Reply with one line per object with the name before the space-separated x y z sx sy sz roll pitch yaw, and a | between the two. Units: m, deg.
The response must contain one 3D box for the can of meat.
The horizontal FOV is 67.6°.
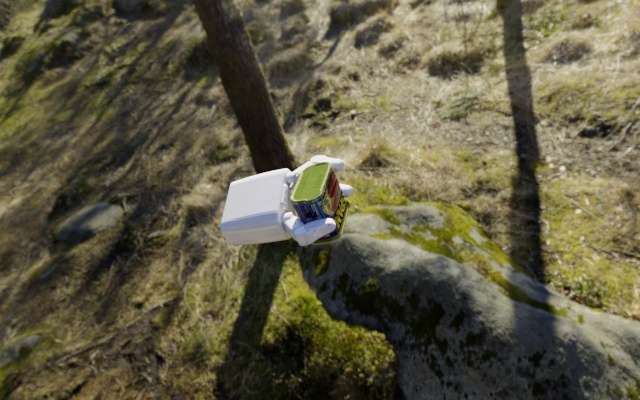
can of meat | 0.000 0.002 0.732 0.057 0.084 0.102 -9 36 23
